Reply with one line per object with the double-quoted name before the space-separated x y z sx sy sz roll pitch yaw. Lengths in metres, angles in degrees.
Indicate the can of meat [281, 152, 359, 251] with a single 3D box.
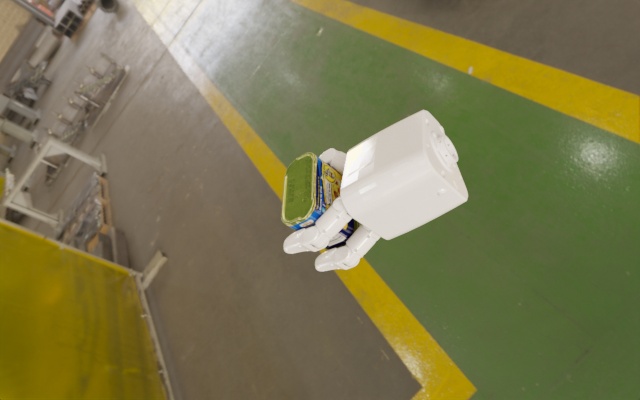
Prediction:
"can of meat" 0.000 0.002 0.593 0.057 0.102 0.084 -25 -42 33
